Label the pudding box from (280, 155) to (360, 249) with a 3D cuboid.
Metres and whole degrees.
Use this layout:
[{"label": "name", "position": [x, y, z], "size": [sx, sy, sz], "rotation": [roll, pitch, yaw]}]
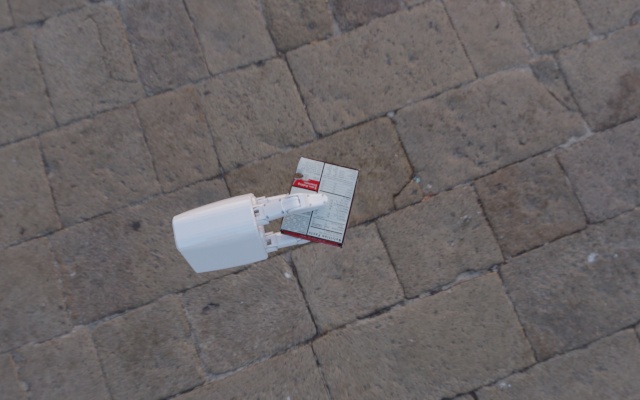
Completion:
[{"label": "pudding box", "position": [0.000, 0.002, 0.663], "size": [0.090, 0.113, 0.039], "rotation": [14, -12, 2]}]
